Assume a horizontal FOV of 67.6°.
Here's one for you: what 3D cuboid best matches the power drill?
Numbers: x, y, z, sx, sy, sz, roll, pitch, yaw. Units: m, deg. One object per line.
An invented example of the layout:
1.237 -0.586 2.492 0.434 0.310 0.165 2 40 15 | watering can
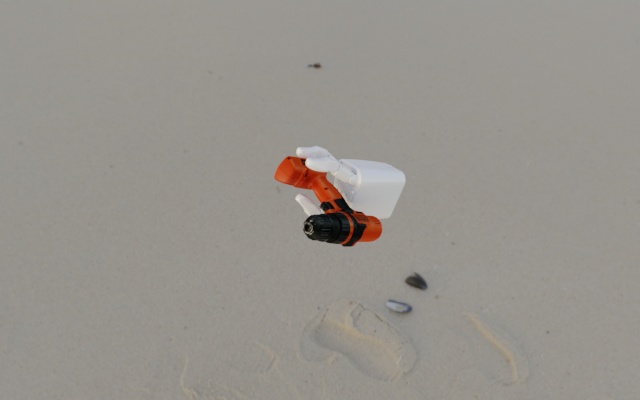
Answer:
0.000 0.002 0.815 0.184 0.057 0.187 8 36 -51 | power drill
